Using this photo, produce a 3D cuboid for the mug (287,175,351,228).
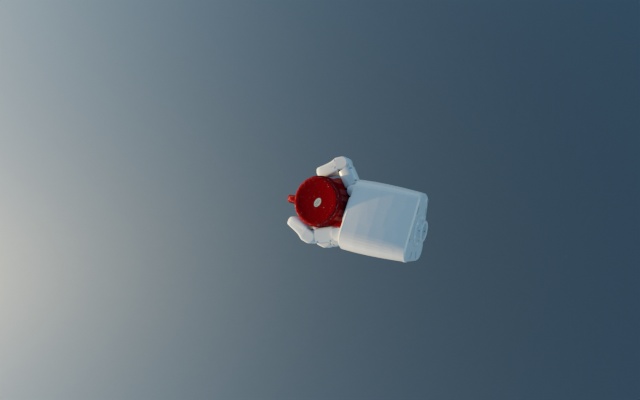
[{"bbox_3d":[-0.001,0.002,0.781,0.117,0.093,0.081,10,-1,26],"label":"mug"}]
